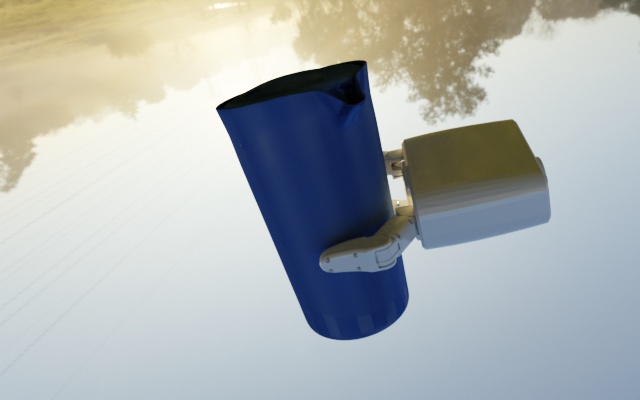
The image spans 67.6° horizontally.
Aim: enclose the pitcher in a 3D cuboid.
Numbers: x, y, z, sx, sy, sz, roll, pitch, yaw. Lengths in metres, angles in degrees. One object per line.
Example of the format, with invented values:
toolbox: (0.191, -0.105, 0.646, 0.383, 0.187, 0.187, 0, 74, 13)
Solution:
pitcher: (0.000, 0.001, 0.452, 0.145, 0.243, 0.149, -12, 21, 12)
